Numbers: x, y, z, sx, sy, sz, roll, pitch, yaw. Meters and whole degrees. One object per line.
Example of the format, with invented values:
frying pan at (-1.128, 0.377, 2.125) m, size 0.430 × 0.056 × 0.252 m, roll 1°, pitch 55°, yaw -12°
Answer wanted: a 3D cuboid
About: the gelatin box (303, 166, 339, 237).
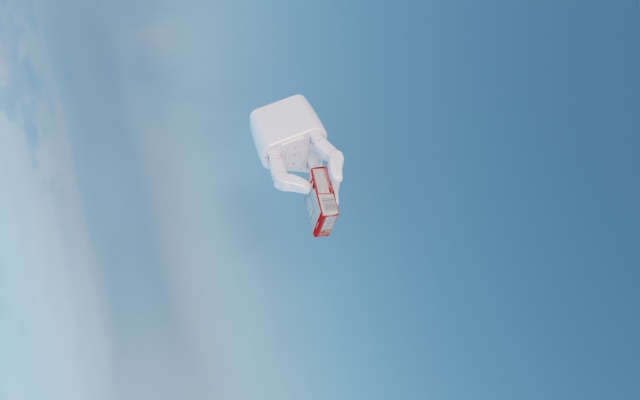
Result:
gelatin box at (0.000, 0.003, 0.754) m, size 0.030 × 0.089 × 0.073 m, roll -5°, pitch -29°, yaw -16°
